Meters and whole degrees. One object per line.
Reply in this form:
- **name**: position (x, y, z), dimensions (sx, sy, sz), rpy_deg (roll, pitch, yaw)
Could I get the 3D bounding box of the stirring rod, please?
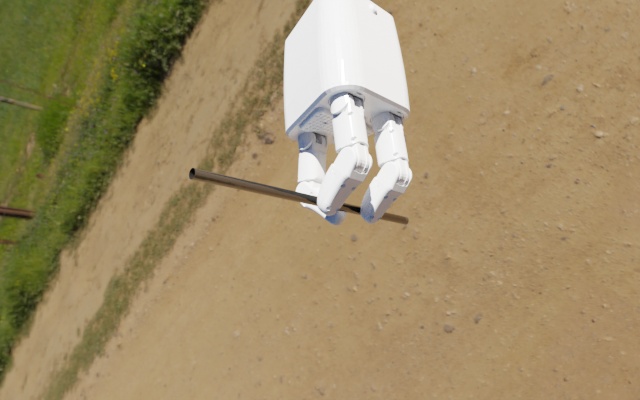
- **stirring rod**: position (0.000, 0.001, 0.401), dimensions (0.239, 0.011, 0.011), rpy_deg (13, -9, -43)
